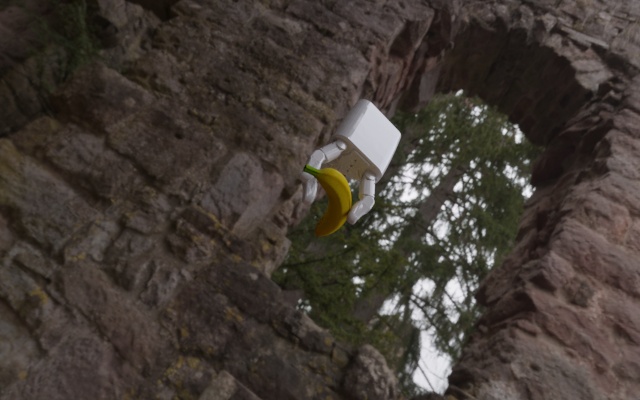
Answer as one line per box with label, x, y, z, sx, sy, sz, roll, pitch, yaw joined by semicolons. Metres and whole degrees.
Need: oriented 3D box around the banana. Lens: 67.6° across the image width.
banana;0.017;0.005;0.788;0.069;0.037;0.198;13;-34;14
